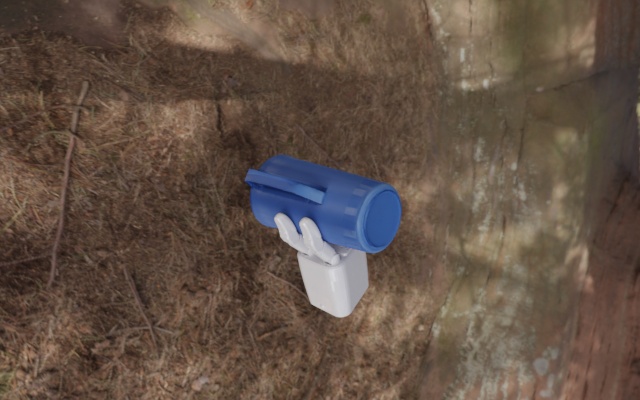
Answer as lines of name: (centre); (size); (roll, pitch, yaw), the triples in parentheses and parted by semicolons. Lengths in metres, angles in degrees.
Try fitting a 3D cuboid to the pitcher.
pitcher: (0.000, 0.003, 0.779); (0.243, 0.145, 0.149); (15, 36, 42)
